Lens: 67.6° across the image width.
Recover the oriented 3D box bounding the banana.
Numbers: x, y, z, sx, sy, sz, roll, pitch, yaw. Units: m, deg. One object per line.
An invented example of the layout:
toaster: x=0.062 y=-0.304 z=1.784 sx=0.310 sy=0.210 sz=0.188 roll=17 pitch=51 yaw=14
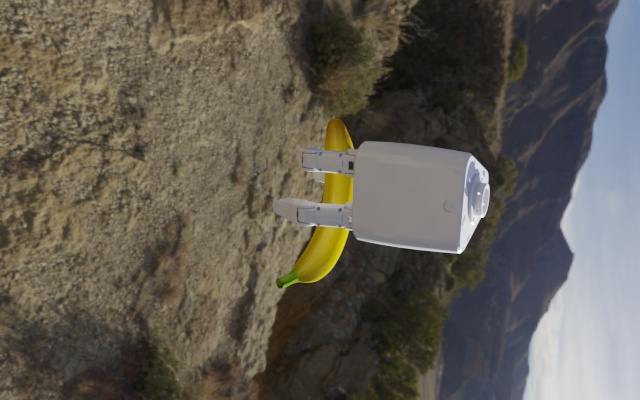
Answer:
banana: x=0.010 y=0.010 z=0.541 sx=0.037 sy=0.198 sz=0.070 roll=12 pitch=-8 yaw=38
